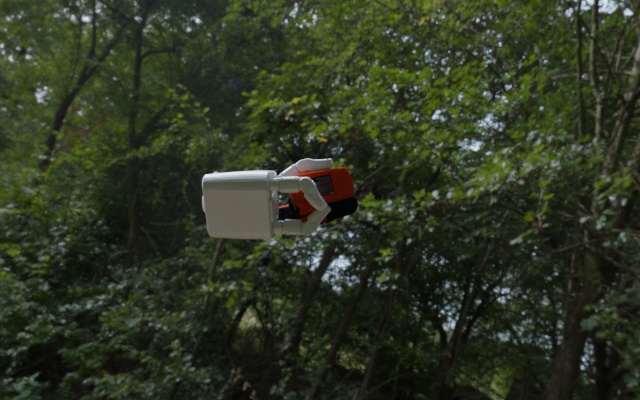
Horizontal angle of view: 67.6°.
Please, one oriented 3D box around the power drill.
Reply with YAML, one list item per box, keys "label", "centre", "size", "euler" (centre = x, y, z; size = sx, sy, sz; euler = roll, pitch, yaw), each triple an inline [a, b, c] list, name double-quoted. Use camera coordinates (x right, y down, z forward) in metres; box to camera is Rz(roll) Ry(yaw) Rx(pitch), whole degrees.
- label: "power drill"
  centre: [0.000, 0.003, 0.858]
  size: [0.184, 0.057, 0.188]
  euler: [-13, -16, -16]
